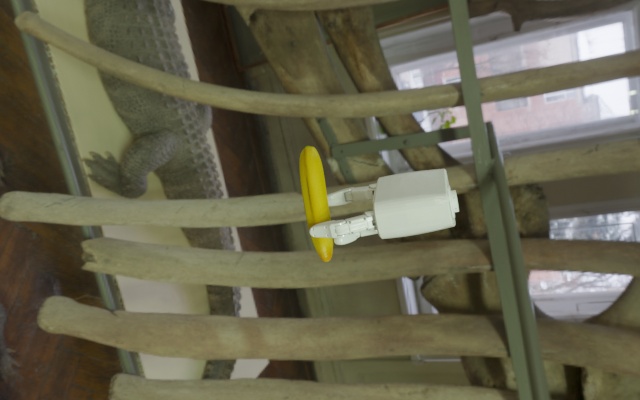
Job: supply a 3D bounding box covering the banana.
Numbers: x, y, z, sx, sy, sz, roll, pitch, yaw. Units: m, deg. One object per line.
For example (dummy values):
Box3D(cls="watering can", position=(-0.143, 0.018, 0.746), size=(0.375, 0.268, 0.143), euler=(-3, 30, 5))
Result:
Box3D(cls="banana", position=(-0.005, -0.005, 0.748), size=(0.037, 0.197, 0.070), euler=(-11, -14, 13))
